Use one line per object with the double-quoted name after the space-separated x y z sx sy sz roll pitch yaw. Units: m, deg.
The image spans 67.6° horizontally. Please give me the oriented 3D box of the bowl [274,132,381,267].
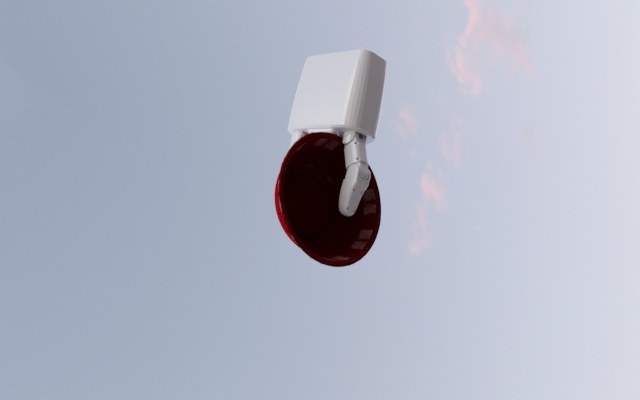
-0.001 0.003 0.577 0.162 0.162 0.055 0 -11 -42 "bowl"
